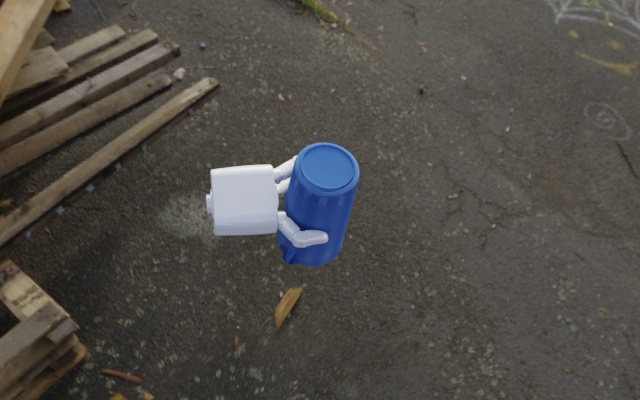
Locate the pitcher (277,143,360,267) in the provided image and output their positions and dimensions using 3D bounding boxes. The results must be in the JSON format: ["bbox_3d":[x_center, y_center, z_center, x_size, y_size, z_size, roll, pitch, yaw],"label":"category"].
[{"bbox_3d":[0.000,0.003,0.863,0.145,0.149,0.243,-4,-32,-12],"label":"pitcher"}]
